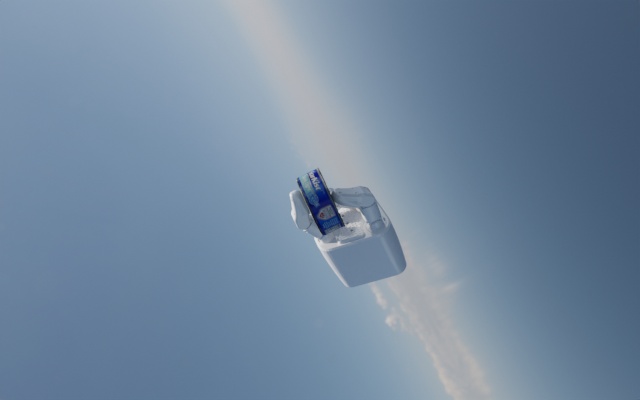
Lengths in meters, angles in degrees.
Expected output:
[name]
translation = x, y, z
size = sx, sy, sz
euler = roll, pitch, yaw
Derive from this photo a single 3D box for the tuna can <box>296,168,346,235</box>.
[tuna can]
translation = 0.000, 0.002, 0.629
size = 0.034, 0.086, 0.086
euler = -25, -1, 1
